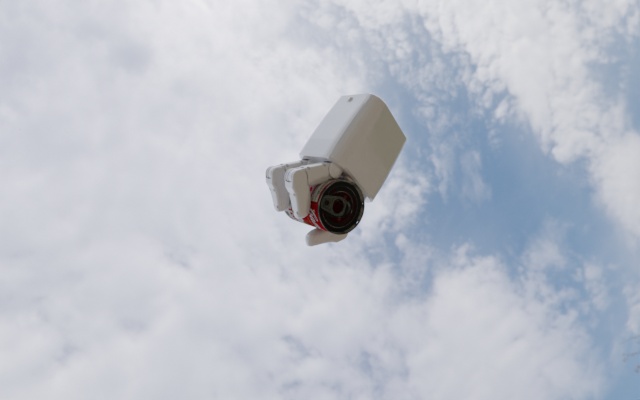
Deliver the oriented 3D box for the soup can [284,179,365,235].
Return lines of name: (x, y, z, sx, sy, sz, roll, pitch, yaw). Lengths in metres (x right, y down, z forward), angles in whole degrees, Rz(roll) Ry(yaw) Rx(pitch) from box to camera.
soup can: (0.000, 0.002, 0.622, 0.068, 0.068, 0.102, 0, 7, -32)
